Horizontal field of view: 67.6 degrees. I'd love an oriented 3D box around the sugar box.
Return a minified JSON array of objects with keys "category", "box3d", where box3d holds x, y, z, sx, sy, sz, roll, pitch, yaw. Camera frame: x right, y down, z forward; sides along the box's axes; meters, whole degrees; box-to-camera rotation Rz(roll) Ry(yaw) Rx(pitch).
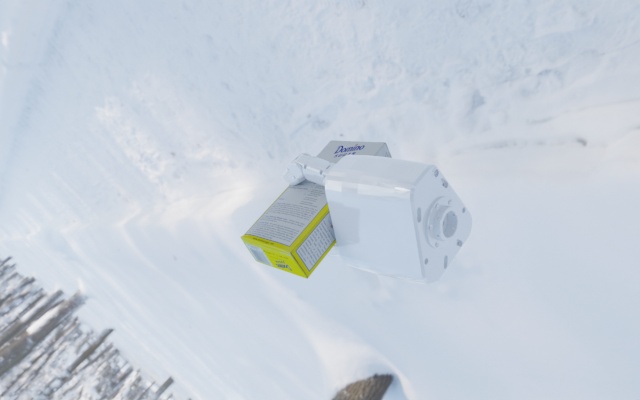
[{"category":"sugar box","box3d":[0.000,0.002,0.540,0.093,0.048,0.176,10,48,47]}]
